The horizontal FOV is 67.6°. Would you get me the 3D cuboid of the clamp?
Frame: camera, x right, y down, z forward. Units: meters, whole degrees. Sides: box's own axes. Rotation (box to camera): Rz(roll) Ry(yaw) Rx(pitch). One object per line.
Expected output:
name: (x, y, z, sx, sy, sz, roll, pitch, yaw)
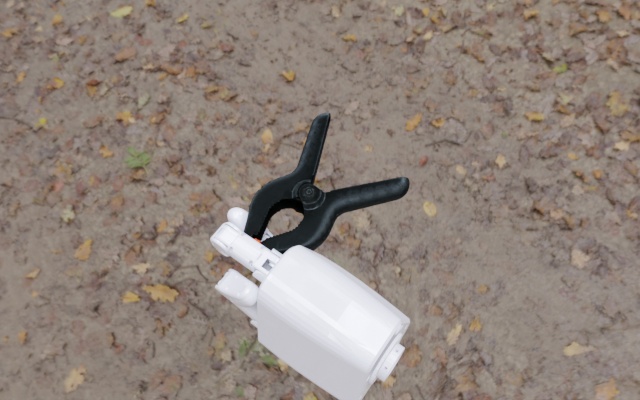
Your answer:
clamp: (0.000, 0.001, 0.451, 0.120, 0.171, 0.039, 32, -20, 19)
